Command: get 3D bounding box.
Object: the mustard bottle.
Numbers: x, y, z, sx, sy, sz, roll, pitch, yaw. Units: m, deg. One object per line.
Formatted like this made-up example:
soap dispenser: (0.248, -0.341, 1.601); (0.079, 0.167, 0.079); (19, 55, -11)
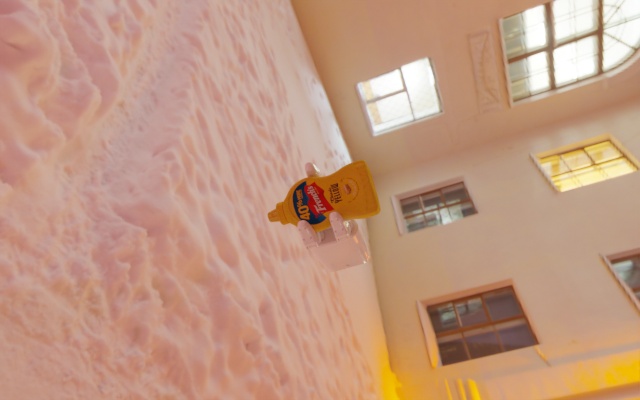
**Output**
mustard bottle: (0.000, 0.002, 0.823); (0.191, 0.096, 0.058); (-17, -15, 11)
